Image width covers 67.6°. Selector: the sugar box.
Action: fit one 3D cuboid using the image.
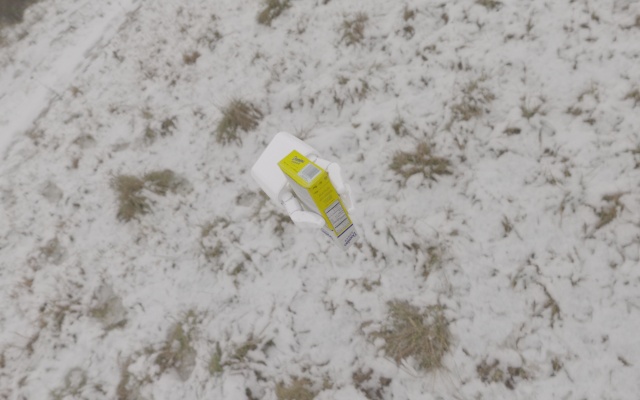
[{"bbox_3d":[0.000,0.002,0.804,0.093,0.048,0.176,39,-13,44],"label":"sugar box"}]
